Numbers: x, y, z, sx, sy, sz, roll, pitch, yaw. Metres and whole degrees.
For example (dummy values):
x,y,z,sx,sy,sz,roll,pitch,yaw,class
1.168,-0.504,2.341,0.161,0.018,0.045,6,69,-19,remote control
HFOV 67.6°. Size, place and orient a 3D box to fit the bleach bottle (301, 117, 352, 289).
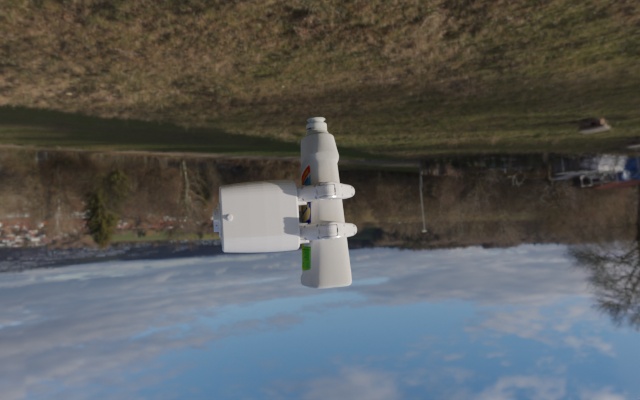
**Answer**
x,y,z,sx,sy,sz,roll,pitch,yaw,class
0.000,0.002,0.722,0.068,0.251,0.102,-3,-6,-14,bleach bottle
